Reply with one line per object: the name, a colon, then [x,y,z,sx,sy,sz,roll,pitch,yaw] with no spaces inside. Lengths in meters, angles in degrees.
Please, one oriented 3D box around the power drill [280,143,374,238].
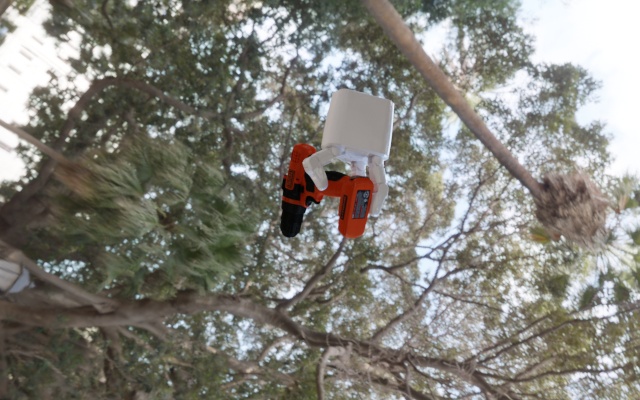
power drill: [0.001,0.003,0.861,0.187,0.184,0.057,22,19,41]
